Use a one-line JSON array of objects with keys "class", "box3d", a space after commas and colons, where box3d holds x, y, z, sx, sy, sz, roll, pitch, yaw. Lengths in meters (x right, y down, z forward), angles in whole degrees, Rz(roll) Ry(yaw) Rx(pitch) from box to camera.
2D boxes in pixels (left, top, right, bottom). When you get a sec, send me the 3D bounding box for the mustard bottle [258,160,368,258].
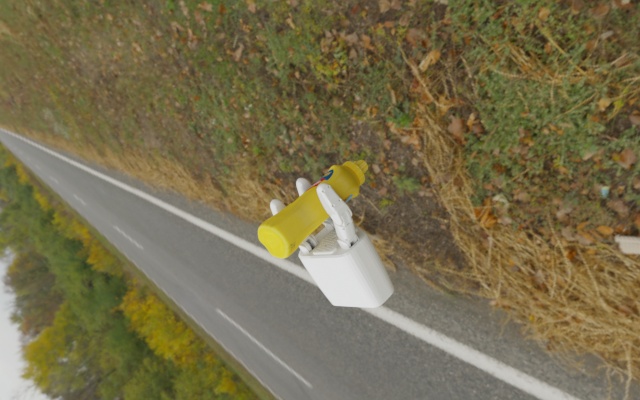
[{"class": "mustard bottle", "box3d": [0.000, 0.002, 0.687, 0.191, 0.058, 0.096, -40, -1, -23]}]
